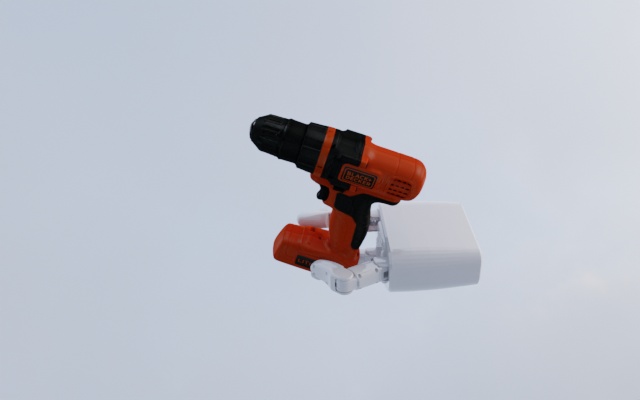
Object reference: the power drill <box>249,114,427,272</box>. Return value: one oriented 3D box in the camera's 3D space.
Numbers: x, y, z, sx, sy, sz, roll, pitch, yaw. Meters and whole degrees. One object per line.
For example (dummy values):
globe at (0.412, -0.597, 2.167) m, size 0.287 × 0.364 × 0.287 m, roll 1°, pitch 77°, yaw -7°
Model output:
power drill at (0.000, 0.002, 0.530) m, size 0.184 × 0.188 × 0.057 m, roll 19°, pitch 44°, yaw -1°
